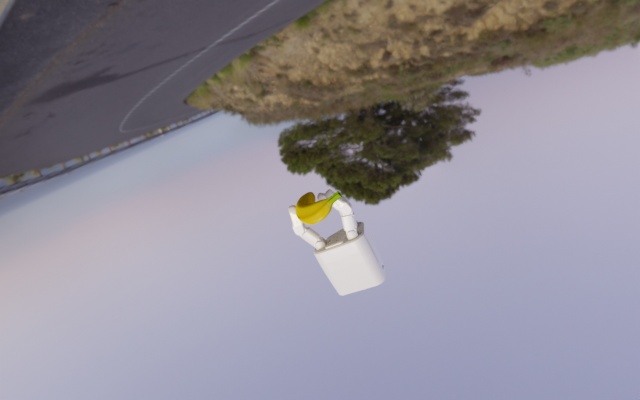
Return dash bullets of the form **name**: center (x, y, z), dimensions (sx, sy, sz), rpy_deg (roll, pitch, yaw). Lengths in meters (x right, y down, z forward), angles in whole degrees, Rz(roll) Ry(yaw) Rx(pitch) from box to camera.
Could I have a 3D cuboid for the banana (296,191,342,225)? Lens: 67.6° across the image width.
- **banana**: center (-0.014, 0.013, 0.869), dimensions (0.069, 0.037, 0.198), rpy_deg (-35, 11, -12)
